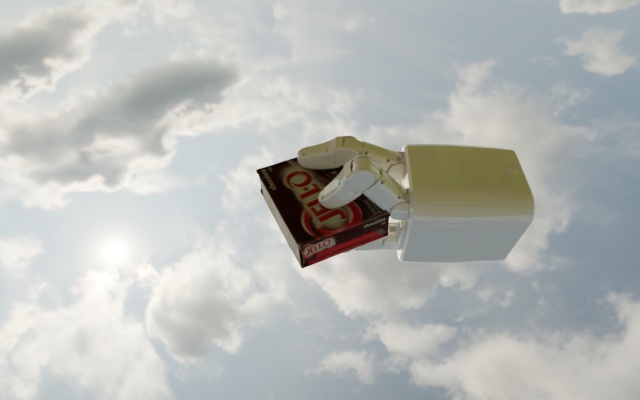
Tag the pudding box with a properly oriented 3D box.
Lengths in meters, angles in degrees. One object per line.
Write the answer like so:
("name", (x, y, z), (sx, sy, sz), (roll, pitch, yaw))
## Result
("pudding box", (0.000, 0.002, 0.455), (0.090, 0.039, 0.113), (-19, 44, -17))
